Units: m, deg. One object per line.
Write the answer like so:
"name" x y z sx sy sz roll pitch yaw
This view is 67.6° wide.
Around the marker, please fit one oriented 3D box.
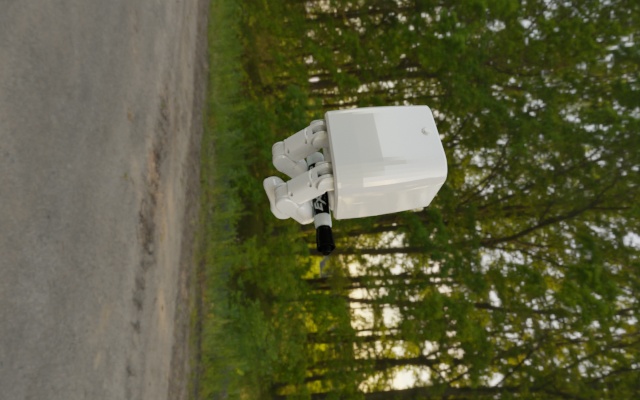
"marker" 0.000 0.002 0.498 0.020 0.121 0.020 -5 -34 -3
